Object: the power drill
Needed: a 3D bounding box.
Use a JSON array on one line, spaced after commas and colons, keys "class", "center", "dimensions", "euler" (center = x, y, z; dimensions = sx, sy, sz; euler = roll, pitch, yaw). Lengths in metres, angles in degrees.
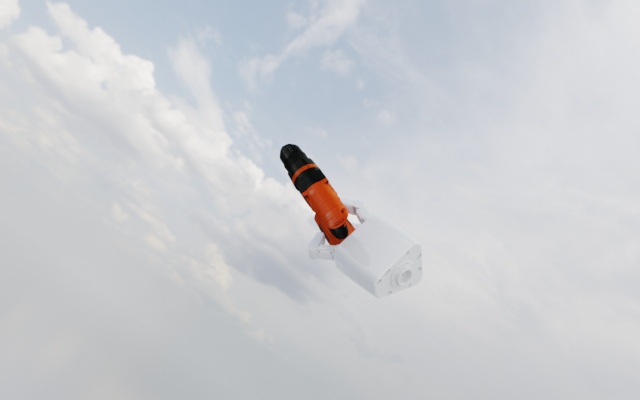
[{"class": "power drill", "center": [0.000, 0.003, 0.847], "dimensions": [0.057, 0.184, 0.188], "euler": [-33, -32, -1]}]
